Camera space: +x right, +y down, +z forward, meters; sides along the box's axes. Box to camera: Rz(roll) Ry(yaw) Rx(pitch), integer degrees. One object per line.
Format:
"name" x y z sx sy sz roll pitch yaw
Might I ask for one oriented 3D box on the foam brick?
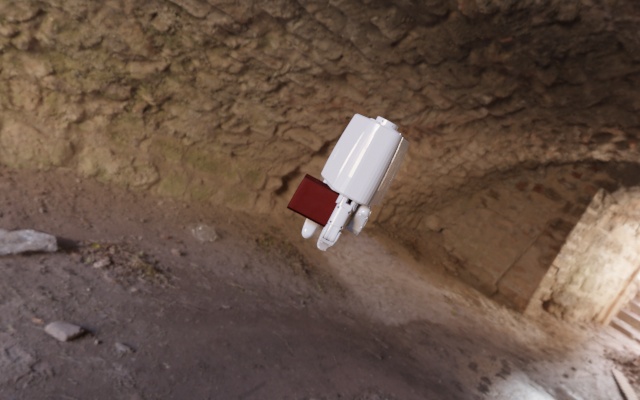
"foam brick" 0.000 0.002 0.684 0.078 0.051 0.053 27 10 -2
